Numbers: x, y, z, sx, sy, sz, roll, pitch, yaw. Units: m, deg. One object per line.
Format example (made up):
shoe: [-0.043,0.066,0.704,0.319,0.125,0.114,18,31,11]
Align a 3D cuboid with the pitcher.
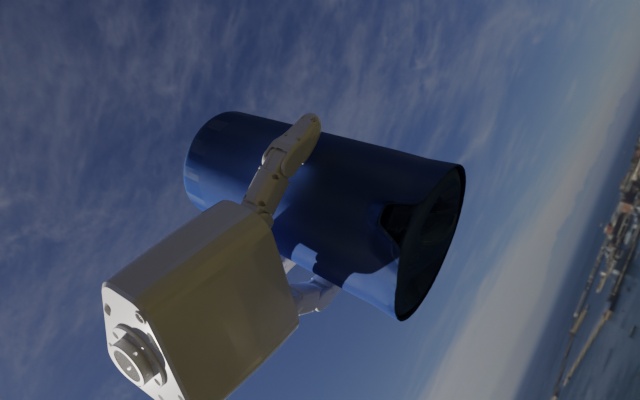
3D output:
pitcher: [0.000,0.001,0.443,0.243,0.149,0.145,22,42,28]
